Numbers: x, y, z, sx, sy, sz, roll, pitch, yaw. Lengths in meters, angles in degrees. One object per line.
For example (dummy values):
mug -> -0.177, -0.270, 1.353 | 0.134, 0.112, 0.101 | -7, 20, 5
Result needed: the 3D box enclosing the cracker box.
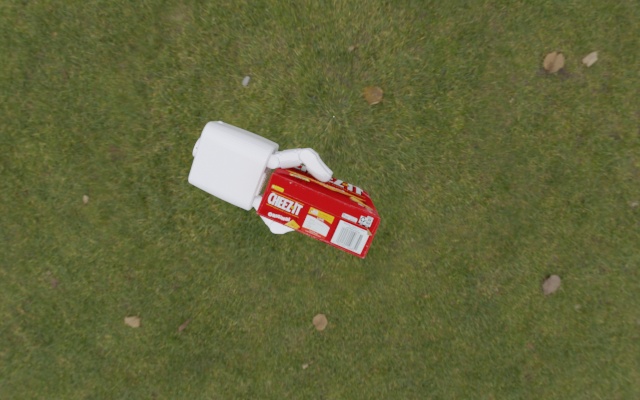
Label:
cracker box -> 0.000, 0.003, 0.749 | 0.164, 0.072, 0.213 | 23, 10, -3
